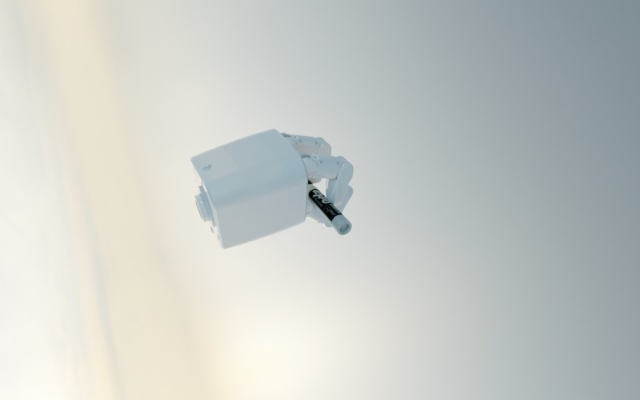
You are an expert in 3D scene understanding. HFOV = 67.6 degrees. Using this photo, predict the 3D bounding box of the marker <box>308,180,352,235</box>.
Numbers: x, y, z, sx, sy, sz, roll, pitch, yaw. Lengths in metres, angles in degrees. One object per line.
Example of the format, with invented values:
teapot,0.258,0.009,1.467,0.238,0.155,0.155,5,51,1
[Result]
marker,0.000,0.002,0.576,0.020,0.020,0.121,0,30,-31
